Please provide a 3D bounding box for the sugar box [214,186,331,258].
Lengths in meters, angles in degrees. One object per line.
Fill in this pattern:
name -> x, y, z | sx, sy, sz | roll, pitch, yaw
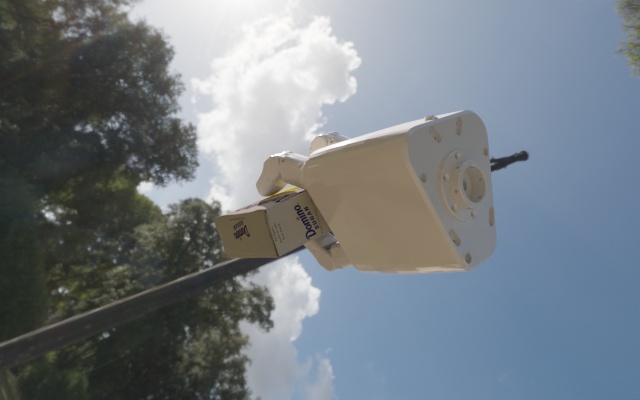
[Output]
sugar box -> 0.000, 0.001, 0.447 | 0.176, 0.048, 0.093 | -21, 7, -37
